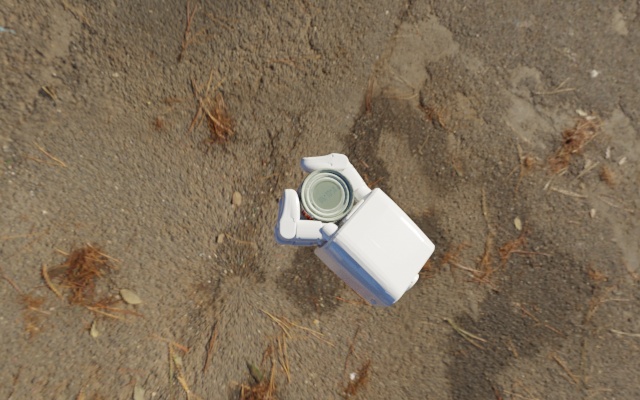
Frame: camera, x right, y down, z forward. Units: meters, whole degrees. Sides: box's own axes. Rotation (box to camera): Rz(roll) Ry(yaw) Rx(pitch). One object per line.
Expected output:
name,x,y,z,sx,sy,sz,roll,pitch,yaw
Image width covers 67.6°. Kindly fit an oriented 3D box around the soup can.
soup can,0.000,0.002,0.612,0.068,0.068,0.102,0,-10,-10
